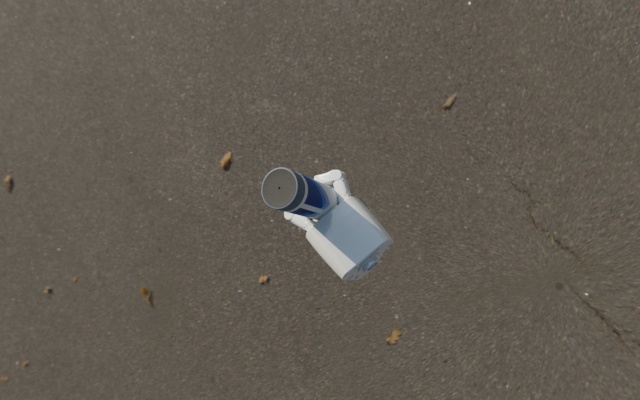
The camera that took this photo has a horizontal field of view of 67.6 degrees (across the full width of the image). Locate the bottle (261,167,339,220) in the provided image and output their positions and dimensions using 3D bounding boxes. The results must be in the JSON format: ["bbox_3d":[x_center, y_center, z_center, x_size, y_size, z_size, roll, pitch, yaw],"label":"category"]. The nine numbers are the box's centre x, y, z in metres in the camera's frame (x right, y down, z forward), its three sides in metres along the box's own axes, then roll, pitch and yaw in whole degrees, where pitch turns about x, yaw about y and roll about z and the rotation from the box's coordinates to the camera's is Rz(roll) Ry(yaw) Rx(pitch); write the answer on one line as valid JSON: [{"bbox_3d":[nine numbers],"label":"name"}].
[{"bbox_3d":[0.000,0.003,0.869,0.069,0.069,0.296,0,-9,26],"label":"bottle"}]
